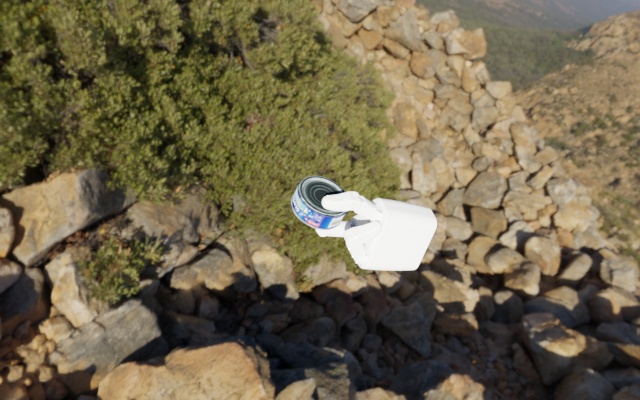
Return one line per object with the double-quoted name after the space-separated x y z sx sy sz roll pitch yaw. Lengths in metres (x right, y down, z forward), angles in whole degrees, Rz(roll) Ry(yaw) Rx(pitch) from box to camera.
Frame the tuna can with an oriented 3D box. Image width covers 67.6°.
0.000 0.002 0.735 0.086 0.086 0.034 0 -42 -29 "tuna can"
